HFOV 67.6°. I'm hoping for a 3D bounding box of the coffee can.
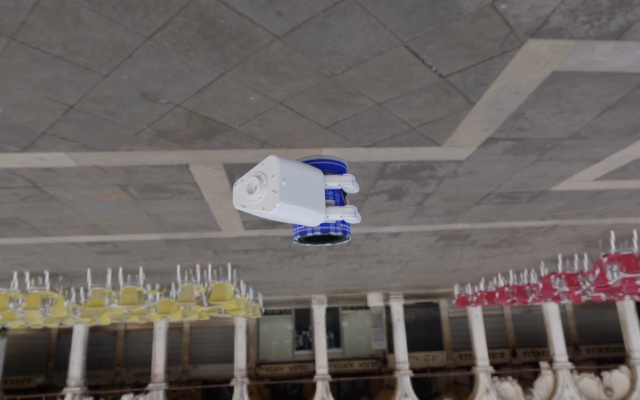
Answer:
[{"bbox_3d":[0.000,0.003,0.850,0.103,0.140,0.103,-2,-16,-1],"label":"coffee can"}]
